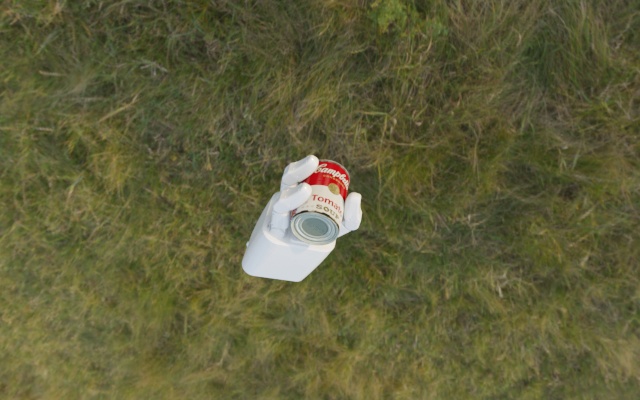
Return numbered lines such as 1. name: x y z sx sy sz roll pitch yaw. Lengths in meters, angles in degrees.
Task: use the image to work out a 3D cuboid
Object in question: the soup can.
1. soup can: 0.000 0.002 0.654 0.068 0.102 0.069 7 -44 7
